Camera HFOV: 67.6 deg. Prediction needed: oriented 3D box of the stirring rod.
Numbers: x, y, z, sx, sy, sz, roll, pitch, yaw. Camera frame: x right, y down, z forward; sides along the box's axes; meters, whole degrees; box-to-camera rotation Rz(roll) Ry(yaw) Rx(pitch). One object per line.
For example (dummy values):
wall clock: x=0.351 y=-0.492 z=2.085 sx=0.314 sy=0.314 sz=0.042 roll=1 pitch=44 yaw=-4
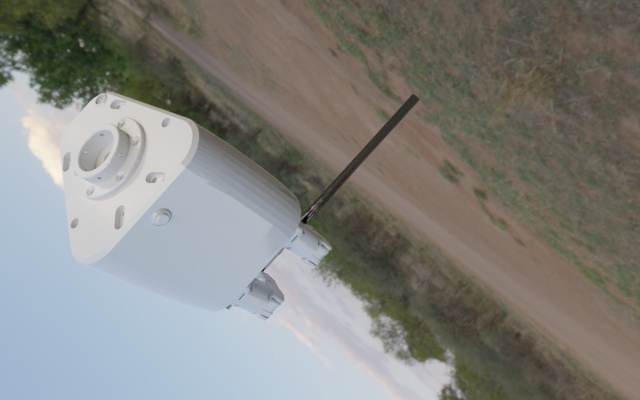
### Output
stirring rod: x=0.000 y=0.001 z=0.406 sx=0.011 sy=0.239 sz=0.011 roll=42 pitch=0 yaw=0
